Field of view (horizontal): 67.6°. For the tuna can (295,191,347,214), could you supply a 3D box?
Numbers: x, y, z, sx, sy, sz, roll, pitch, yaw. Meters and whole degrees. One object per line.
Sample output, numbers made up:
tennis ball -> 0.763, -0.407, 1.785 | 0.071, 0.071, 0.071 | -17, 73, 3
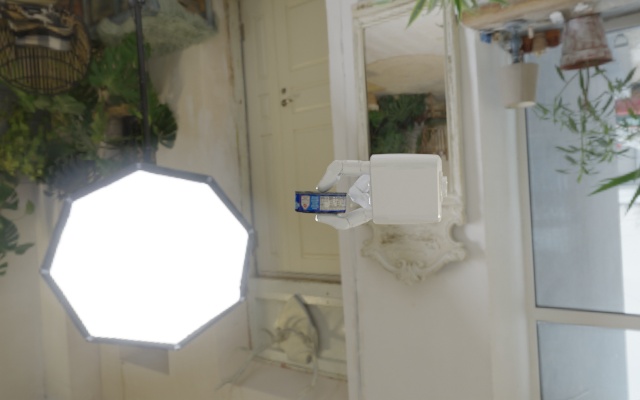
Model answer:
tuna can -> 0.000, 0.003, 0.783 | 0.086, 0.034, 0.086 | 2, 3, 0
